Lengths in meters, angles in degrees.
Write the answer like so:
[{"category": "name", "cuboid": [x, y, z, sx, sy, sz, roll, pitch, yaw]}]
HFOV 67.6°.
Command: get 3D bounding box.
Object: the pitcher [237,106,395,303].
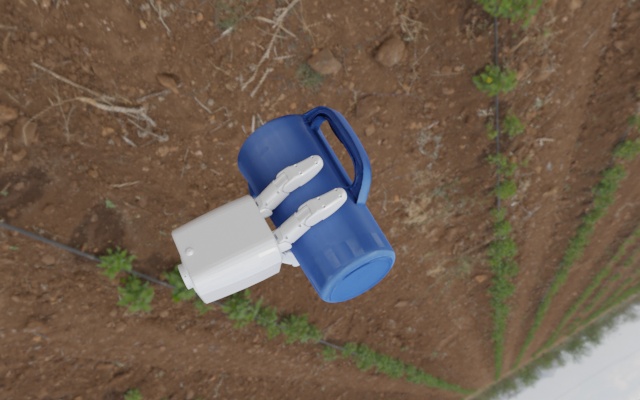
[{"category": "pitcher", "cuboid": [0.000, 0.002, 0.637, 0.145, 0.242, 0.149, -24, -30, -15]}]
